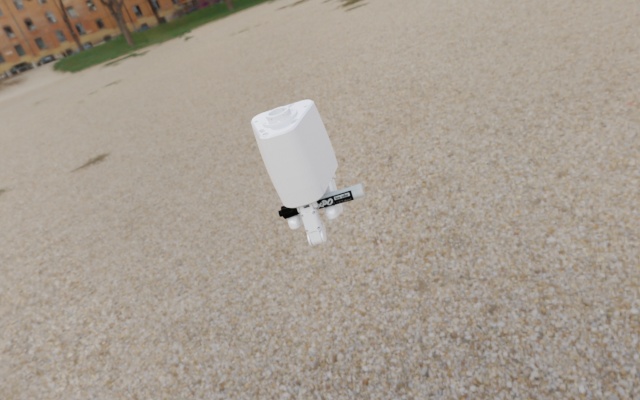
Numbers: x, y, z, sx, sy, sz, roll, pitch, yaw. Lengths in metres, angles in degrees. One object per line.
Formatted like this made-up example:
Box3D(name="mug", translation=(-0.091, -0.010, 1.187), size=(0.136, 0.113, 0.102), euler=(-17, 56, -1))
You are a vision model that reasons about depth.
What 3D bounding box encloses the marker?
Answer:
Box3D(name="marker", translation=(0.000, 0.002, 0.656), size=(0.121, 0.020, 0.020), euler=(-16, -2, 8))
